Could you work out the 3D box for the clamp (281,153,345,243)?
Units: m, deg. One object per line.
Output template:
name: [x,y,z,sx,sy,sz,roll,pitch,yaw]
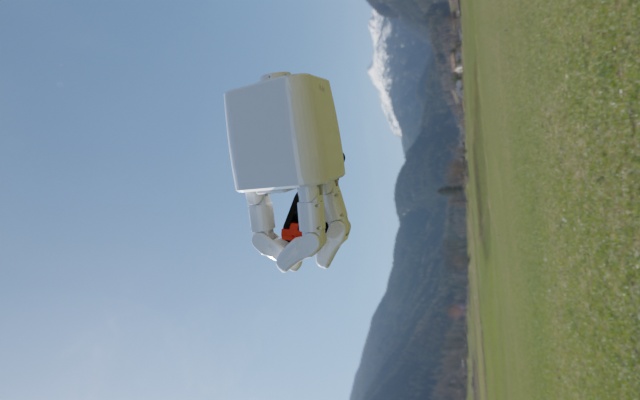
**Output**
clamp: [-0.001,0.002,0.568,0.039,0.120,0.171,-4,7,18]
